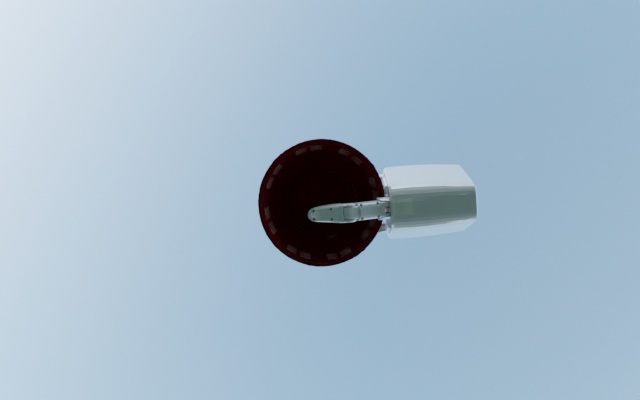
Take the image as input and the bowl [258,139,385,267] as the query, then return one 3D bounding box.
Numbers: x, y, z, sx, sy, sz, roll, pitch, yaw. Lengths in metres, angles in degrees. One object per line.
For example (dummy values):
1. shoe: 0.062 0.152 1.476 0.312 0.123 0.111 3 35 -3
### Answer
1. bowl: -0.001 0.002 0.625 0.162 0.162 0.055 0 4 -6
